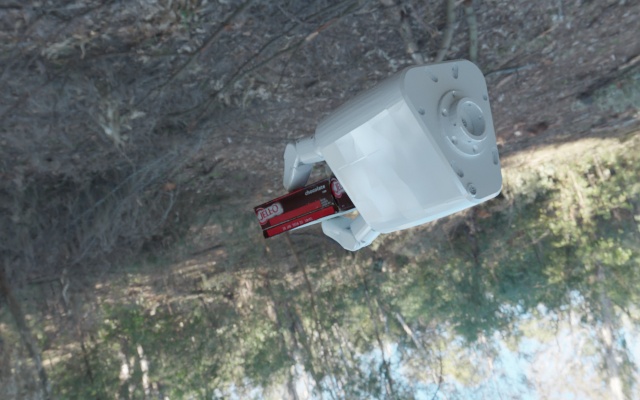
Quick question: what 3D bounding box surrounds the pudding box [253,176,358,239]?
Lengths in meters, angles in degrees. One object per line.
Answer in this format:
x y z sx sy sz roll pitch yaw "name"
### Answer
0.000 0.002 0.491 0.090 0.039 0.113 -20 -4 27 "pudding box"
